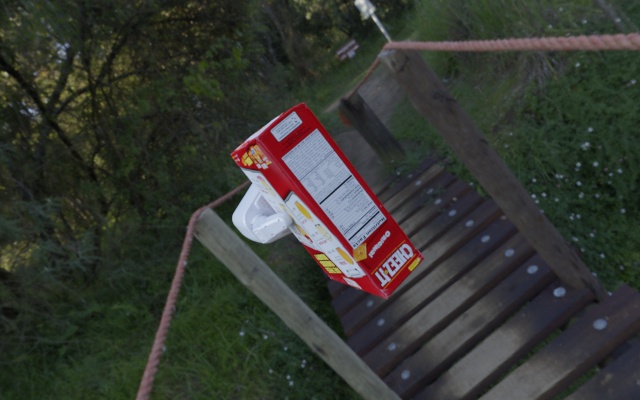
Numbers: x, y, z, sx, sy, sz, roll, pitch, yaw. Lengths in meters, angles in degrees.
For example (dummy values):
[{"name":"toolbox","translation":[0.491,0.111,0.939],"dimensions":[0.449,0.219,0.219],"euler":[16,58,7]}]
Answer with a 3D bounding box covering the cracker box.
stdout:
[{"name":"cracker box","translation":[0.000,0.002,0.551],"dimensions":[0.072,0.214,0.164],"euler":[-42,12,-15]}]
